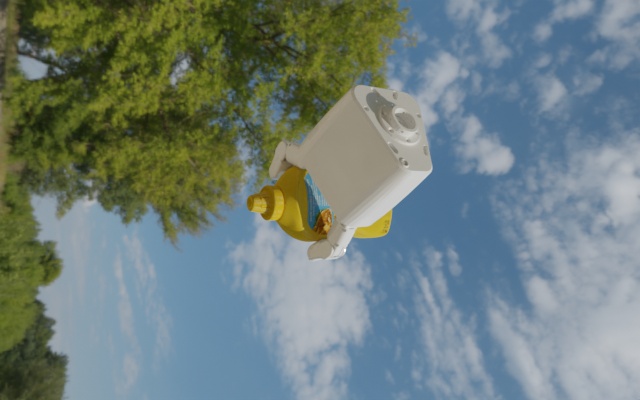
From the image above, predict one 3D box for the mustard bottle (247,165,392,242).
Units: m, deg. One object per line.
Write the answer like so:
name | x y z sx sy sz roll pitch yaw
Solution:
mustard bottle | 0.000 0.002 0.586 0.191 0.096 0.058 -1 -5 -35
